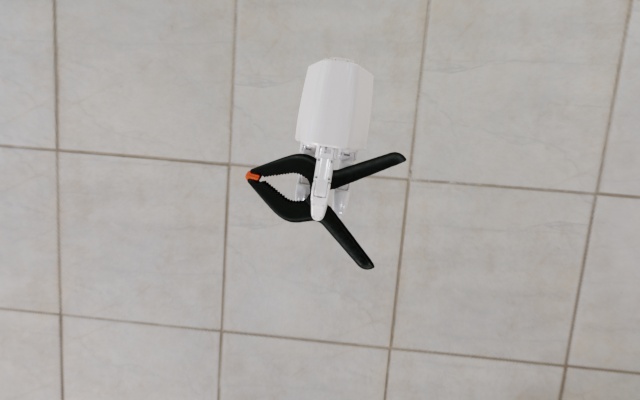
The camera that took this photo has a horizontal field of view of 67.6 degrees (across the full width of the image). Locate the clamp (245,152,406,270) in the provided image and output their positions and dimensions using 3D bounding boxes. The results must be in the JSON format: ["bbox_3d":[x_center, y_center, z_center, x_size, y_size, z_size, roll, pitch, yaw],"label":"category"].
[{"bbox_3d":[0.000,0.002,0.650,0.210,0.164,0.036,9,5,3],"label":"clamp"}]
